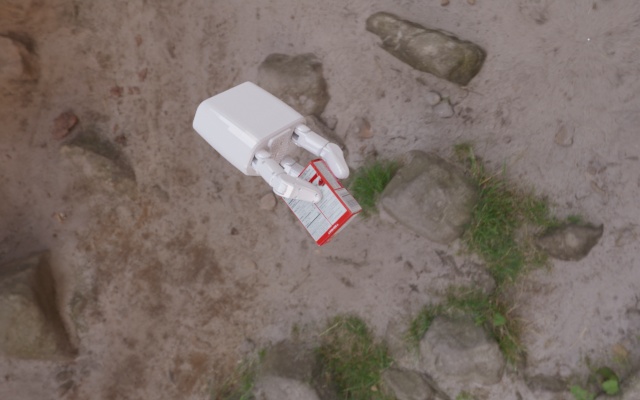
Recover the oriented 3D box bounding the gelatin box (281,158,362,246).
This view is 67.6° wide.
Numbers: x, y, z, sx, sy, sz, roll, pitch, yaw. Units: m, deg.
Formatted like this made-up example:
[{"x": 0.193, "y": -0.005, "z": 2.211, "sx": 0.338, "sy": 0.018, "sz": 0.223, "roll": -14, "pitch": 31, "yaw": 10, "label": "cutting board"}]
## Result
[{"x": 0.000, "y": 0.002, "z": 0.618, "sx": 0.030, "sy": 0.089, "sz": 0.073, "roll": -20, "pitch": -23, "yaw": -53, "label": "gelatin box"}]
